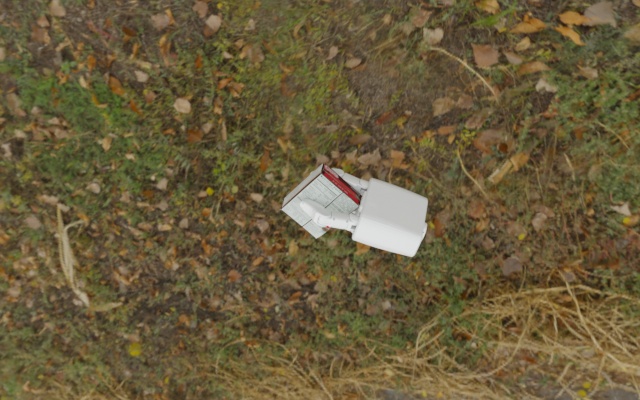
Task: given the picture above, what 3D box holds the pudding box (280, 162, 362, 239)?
[{"bbox_3d":[0.000,0.003,0.811,0.113,0.090,0.039,-40,18,29],"label":"pudding box"}]
